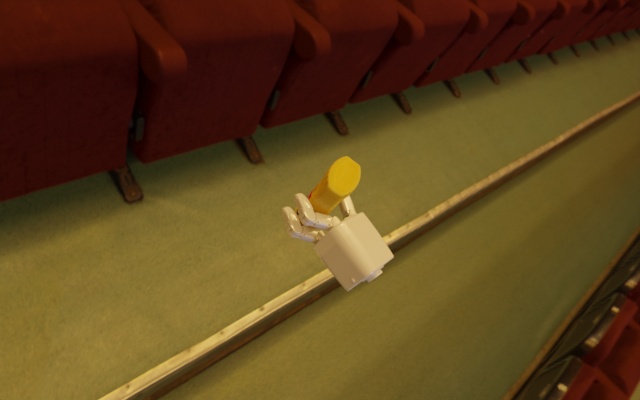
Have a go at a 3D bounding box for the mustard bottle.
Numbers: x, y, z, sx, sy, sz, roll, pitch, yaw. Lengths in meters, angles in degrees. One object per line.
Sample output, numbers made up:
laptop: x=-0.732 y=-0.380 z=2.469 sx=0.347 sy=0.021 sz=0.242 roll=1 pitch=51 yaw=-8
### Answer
mustard bottle: x=0.000 y=0.003 z=0.897 sx=0.058 sy=0.096 sz=0.192 roll=35 pitch=-42 yaw=-6
